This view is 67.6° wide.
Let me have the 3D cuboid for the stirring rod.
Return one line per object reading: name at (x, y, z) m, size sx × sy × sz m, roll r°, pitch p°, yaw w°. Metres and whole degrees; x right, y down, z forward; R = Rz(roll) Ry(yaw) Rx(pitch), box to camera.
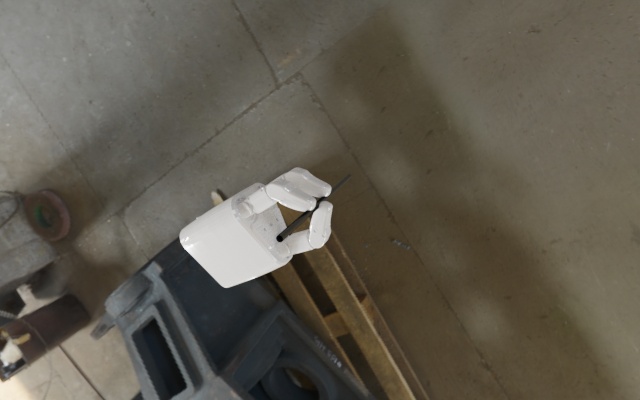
stirring rod at (0.000, 0.002, 0.595) m, size 0.011 × 0.011 × 0.239 m, roll 0°, pitch 18°, yaw 22°
